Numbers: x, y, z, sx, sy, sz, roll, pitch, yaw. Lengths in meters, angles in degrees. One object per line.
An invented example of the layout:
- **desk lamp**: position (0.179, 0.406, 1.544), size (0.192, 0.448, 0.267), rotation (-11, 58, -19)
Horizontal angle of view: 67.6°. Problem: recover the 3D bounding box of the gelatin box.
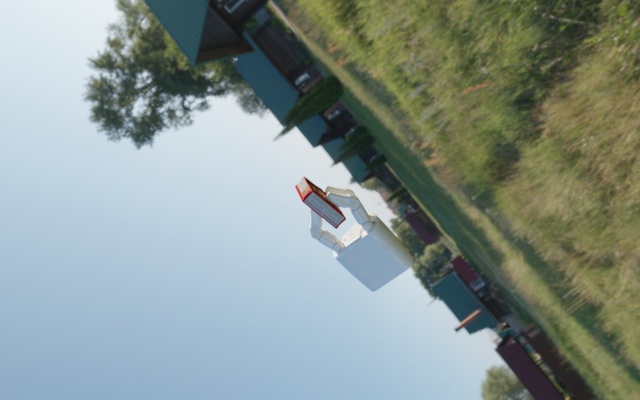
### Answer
- **gelatin box**: position (0.000, 0.003, 0.862), size (0.089, 0.030, 0.073), rotation (39, 10, -25)
